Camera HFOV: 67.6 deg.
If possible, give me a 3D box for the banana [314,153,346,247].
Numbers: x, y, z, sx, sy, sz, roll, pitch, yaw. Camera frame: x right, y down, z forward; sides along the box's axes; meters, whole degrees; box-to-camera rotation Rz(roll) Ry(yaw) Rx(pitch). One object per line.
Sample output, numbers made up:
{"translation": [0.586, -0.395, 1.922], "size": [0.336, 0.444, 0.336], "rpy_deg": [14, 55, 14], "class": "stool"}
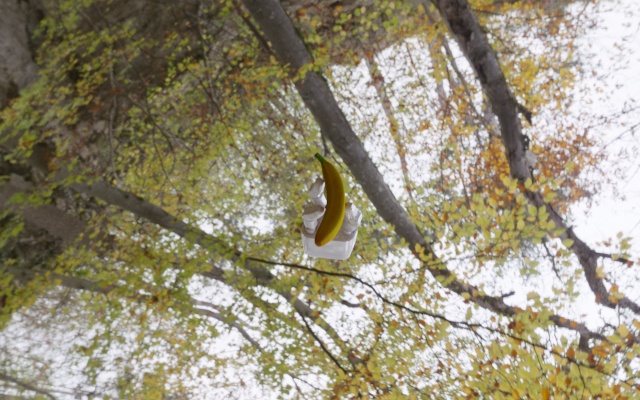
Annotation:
{"translation": [0.017, 0.004, 0.900], "size": [0.069, 0.197, 0.037], "rpy_deg": [13, -34, -23], "class": "banana"}
